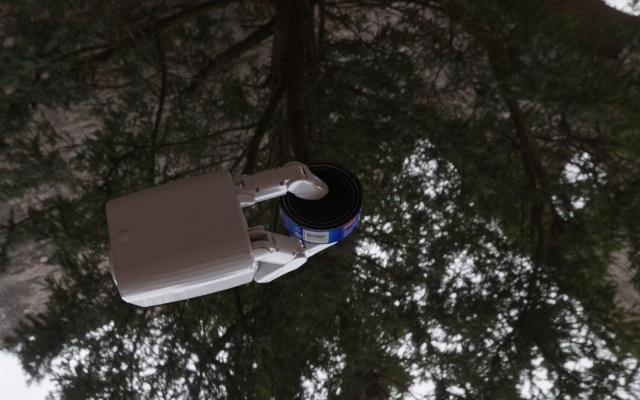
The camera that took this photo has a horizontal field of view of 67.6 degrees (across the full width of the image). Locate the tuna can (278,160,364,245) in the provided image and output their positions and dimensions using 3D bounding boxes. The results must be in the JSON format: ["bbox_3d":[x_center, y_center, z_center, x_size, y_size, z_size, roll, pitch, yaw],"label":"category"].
[{"bbox_3d":[0.000,0.002,0.489,0.086,0.086,0.034,0,-34,-1],"label":"tuna can"}]
